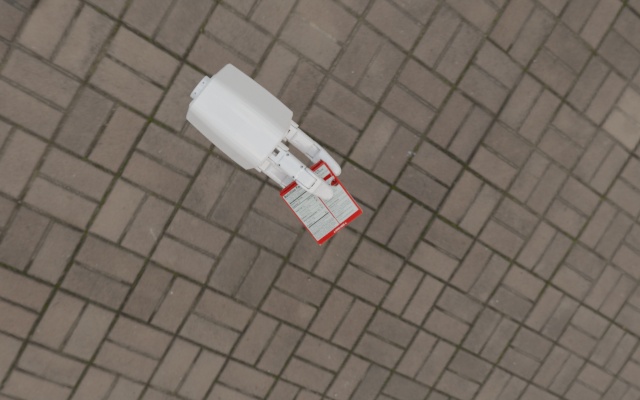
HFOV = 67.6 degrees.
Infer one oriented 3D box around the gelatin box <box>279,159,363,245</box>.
[{"bbox_3d":[0.000,0.002,0.630,0.073,0.089,0.030,-38,12,0],"label":"gelatin box"}]
